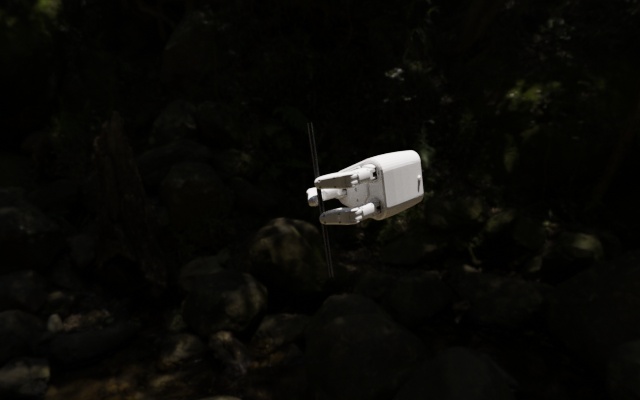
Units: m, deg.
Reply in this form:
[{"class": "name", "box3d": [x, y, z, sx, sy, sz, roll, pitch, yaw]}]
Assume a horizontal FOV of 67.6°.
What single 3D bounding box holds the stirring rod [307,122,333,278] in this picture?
[{"class": "stirring rod", "box3d": [0.000, 0.002, 0.726, 0.011, 0.239, 0.011, -8, 11, 2]}]
